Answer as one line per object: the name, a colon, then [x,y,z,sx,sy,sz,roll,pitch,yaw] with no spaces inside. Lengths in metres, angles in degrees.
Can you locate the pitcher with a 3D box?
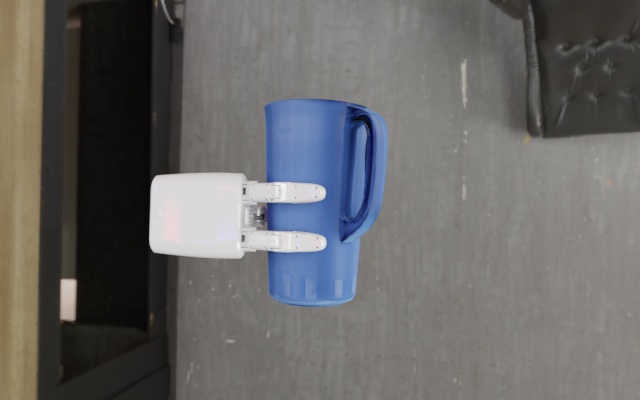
pitcher: [0.000,0.002,0.585,0.145,0.243,0.149,1,0,0]
